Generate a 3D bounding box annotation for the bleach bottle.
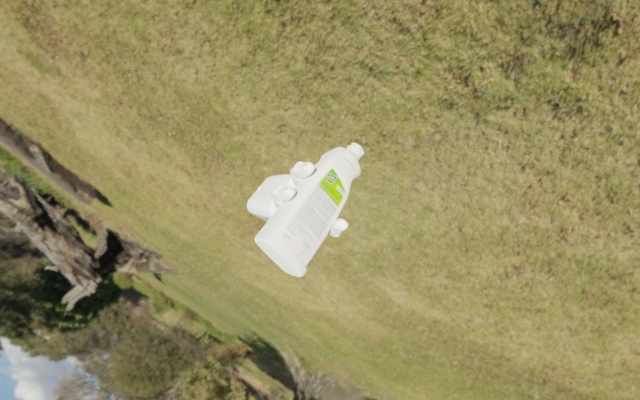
[{"bbox_3d":[0.000,0.003,0.825,0.068,0.250,0.103,5,-39,54],"label":"bleach bottle"}]
